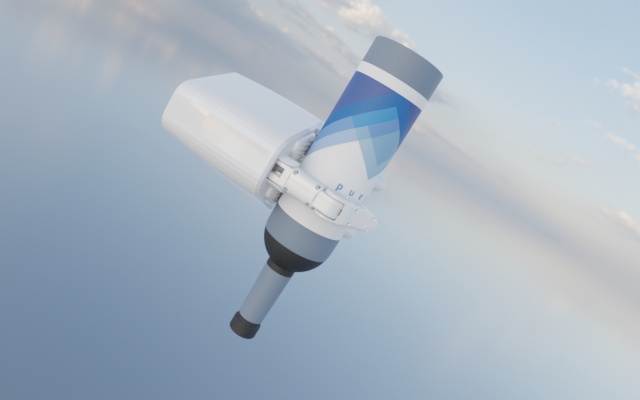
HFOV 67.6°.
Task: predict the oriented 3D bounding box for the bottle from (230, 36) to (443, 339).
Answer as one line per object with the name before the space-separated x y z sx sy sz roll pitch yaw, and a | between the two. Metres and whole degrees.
bottle | 0.000 0.001 0.432 0.069 0.296 0.069 30 11 -6
